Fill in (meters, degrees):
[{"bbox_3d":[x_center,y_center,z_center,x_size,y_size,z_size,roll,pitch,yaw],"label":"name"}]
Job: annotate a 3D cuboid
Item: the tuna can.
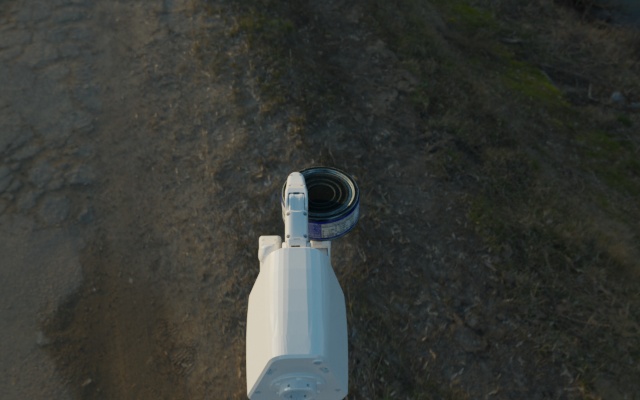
[{"bbox_3d":[0.000,0.001,0.520,0.086,0.086,0.034,-1,-45,1],"label":"tuna can"}]
